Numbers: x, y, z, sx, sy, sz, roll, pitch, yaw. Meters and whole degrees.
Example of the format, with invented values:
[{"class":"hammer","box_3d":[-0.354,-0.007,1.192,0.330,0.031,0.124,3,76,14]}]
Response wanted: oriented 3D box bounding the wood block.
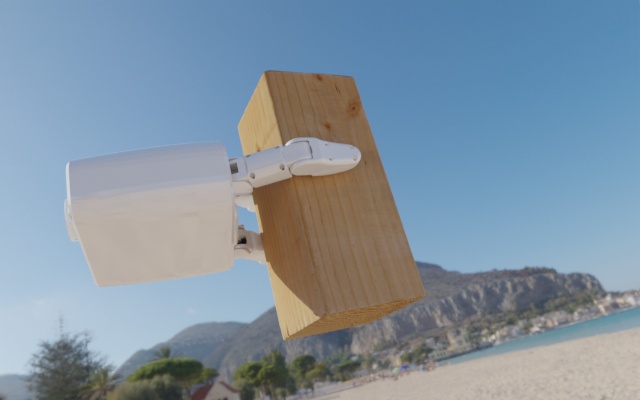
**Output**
[{"class":"wood block","box_3d":[0.000,0.001,0.411,0.090,0.206,0.091,-3,-24,-28]}]
